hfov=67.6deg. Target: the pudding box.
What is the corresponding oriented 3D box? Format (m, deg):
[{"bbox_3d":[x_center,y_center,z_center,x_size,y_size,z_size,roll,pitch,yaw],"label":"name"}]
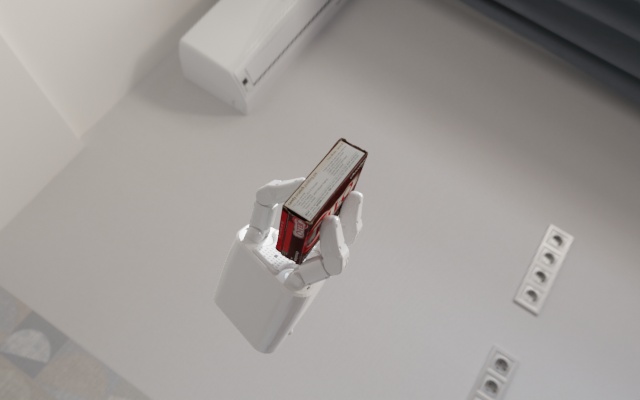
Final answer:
[{"bbox_3d":[0.000,0.002,0.503,0.039,0.113,0.090,31,-33,9],"label":"pudding box"}]
